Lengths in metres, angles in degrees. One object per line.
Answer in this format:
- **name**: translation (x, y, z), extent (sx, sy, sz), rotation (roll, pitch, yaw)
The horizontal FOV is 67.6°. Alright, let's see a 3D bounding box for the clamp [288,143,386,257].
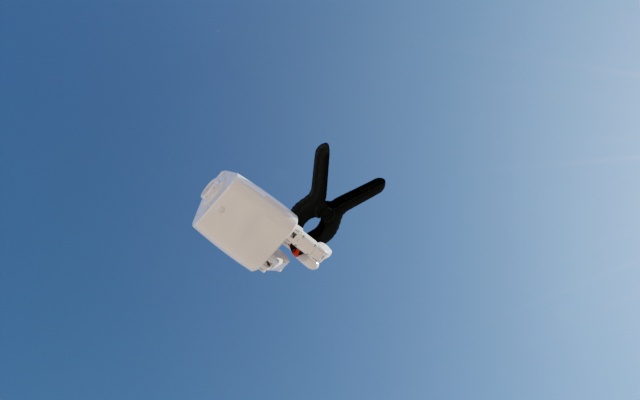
- **clamp**: translation (0.000, 0.002, 0.687), extent (0.120, 0.171, 0.039), rotation (40, 7, -22)
